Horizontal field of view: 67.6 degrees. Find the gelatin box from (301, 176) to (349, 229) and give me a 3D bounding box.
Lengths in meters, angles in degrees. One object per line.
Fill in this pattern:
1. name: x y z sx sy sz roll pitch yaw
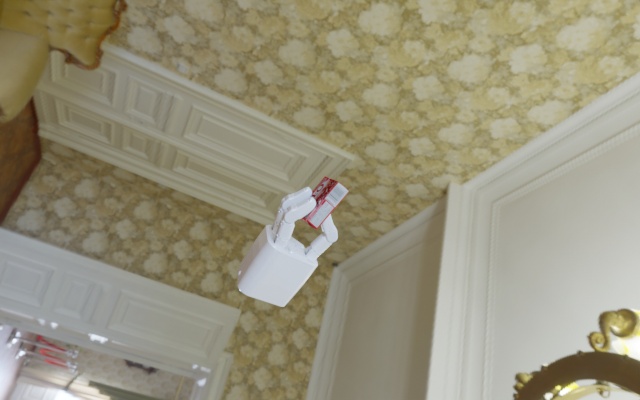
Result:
1. gelatin box: 0.001 0.003 0.835 0.030 0.089 0.073 42 -4 -20
